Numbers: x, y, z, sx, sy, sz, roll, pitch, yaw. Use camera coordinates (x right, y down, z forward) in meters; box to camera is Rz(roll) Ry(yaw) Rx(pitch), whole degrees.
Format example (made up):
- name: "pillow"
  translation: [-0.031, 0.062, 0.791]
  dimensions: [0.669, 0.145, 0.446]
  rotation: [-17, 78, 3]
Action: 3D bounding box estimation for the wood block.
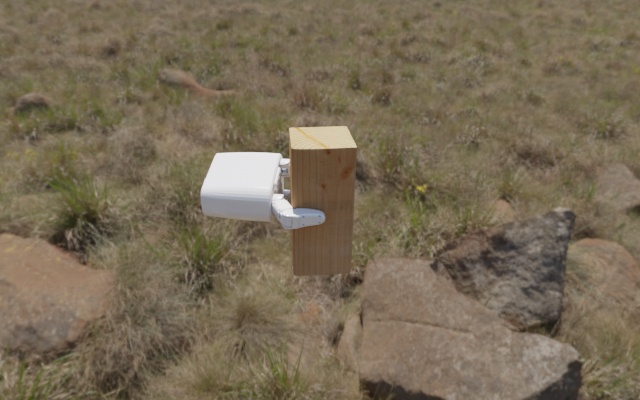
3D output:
- name: "wood block"
  translation: [0.000, 0.002, 0.718]
  dimensions: [0.090, 0.206, 0.090]
  rotation: [-2, 28, -5]
